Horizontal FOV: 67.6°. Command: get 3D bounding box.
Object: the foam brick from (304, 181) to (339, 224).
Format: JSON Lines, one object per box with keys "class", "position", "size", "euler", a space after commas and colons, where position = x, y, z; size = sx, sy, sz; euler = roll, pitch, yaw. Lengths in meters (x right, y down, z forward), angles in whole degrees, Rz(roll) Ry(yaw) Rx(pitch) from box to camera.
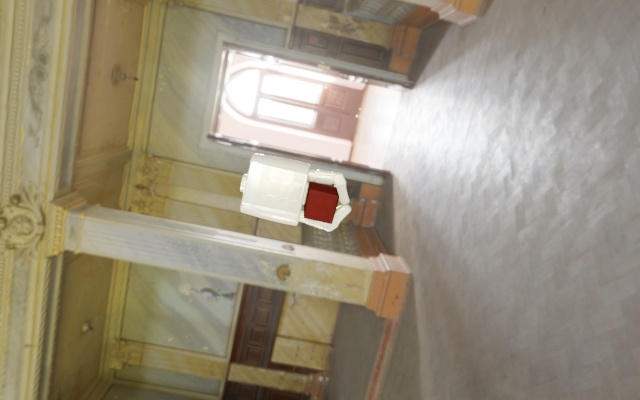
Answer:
{"class": "foam brick", "position": [0.000, 0.003, 0.830], "size": [0.051, 0.053, 0.078], "euler": [13, 11, -5]}
